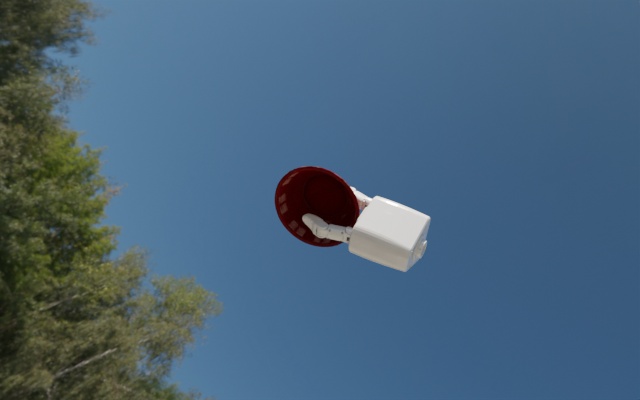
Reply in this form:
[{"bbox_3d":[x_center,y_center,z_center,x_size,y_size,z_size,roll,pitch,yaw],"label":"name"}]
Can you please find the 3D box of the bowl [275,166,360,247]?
[{"bbox_3d":[-0.001,0.002,0.871,0.162,0.162,0.055,0,26,21],"label":"bowl"}]
